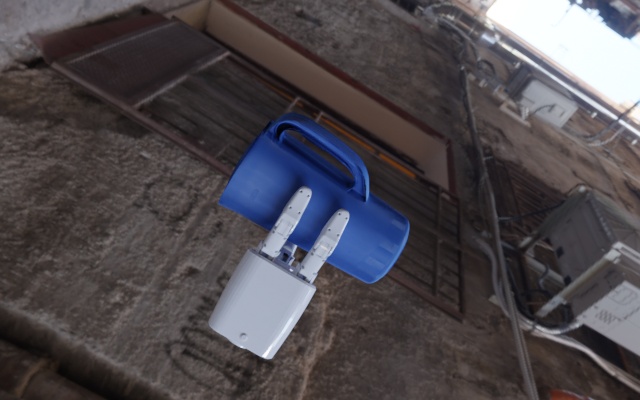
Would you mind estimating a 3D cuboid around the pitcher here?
[{"bbox_3d":[0.000,0.002,0.644,0.243,0.145,0.149,32,-8,-6],"label":"pitcher"}]
